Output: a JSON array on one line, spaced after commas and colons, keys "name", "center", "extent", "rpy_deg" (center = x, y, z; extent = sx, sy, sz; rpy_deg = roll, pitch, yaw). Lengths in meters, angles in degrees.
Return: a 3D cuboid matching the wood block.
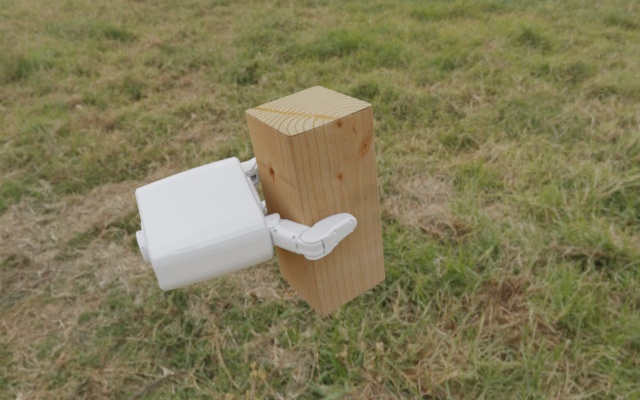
[{"name": "wood block", "center": [0.000, 0.002, 0.493], "extent": [0.090, 0.206, 0.090], "rpy_deg": [-25, 35, -25]}]
